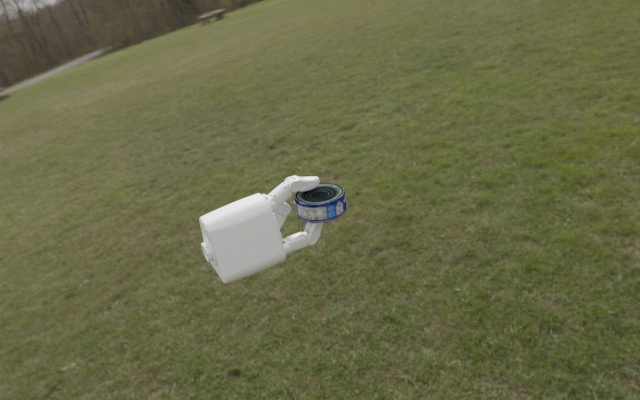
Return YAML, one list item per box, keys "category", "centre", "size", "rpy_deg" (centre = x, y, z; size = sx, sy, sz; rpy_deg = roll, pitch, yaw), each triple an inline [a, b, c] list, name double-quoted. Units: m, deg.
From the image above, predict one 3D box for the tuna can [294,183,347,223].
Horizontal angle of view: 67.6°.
- category: "tuna can"
  centre: [0.000, 0.002, 0.789]
  size: [0.086, 0.034, 0.086]
  rpy_deg: [-6, 25, 3]
